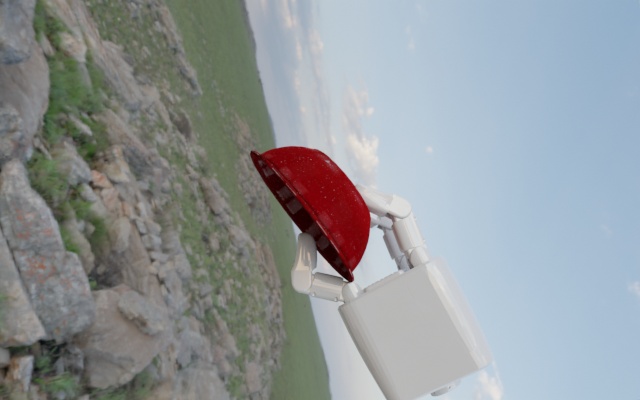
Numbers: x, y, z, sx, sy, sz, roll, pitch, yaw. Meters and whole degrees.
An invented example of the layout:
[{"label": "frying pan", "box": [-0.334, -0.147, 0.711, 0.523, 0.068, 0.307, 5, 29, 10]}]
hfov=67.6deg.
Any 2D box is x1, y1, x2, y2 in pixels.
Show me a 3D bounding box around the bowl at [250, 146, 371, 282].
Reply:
[{"label": "bowl", "box": [0.000, 0.000, 0.474, 0.055, 0.162, 0.162, -39, 7, -9]}]
